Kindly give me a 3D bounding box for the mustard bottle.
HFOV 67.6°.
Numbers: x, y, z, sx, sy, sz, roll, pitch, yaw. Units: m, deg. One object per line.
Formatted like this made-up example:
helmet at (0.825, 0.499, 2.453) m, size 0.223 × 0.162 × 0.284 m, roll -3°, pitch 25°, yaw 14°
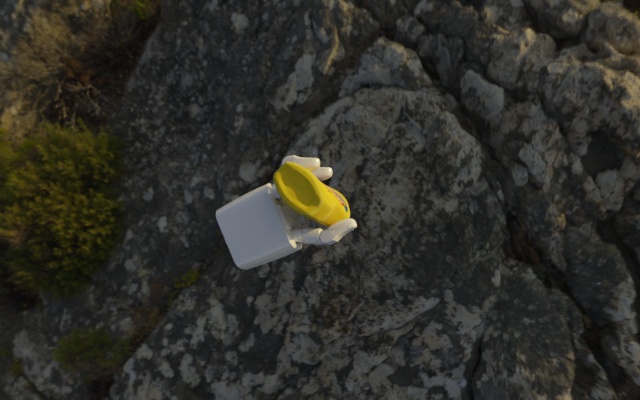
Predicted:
mustard bottle at (0.000, 0.002, 0.768) m, size 0.096 × 0.058 × 0.192 m, roll 45°, pitch 6°, yaw 24°
